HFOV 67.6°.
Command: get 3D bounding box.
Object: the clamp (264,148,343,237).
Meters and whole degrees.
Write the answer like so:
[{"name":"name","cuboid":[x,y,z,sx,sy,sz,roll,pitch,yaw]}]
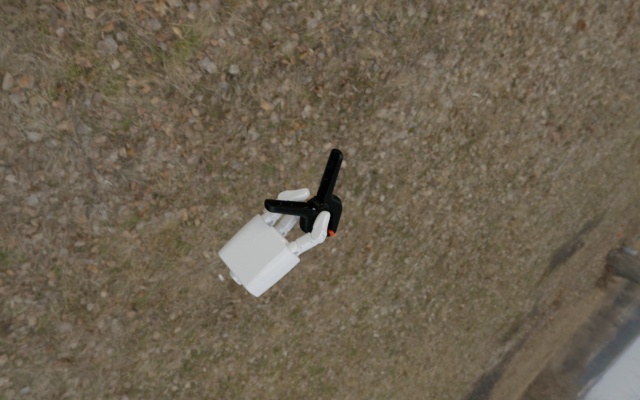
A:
[{"name":"clamp","cuboid":[0.001,0.004,0.895,0.036,0.164,0.210,48,-3,34]}]
